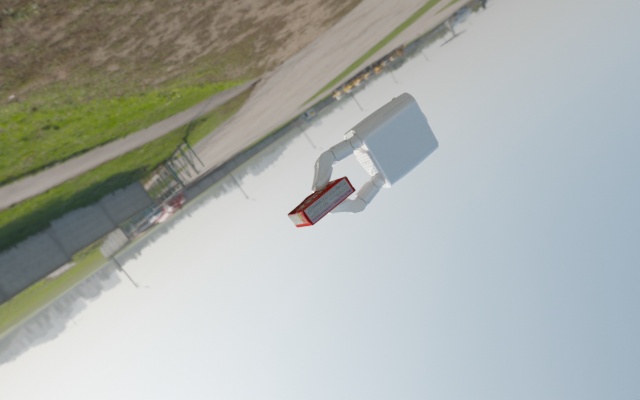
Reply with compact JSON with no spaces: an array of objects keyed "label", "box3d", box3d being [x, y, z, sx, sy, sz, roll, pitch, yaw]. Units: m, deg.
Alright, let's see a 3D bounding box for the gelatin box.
[{"label":"gelatin box","box3d":[0.000,0.003,0.716,0.089,0.030,0.073,-40,9,-20]}]
